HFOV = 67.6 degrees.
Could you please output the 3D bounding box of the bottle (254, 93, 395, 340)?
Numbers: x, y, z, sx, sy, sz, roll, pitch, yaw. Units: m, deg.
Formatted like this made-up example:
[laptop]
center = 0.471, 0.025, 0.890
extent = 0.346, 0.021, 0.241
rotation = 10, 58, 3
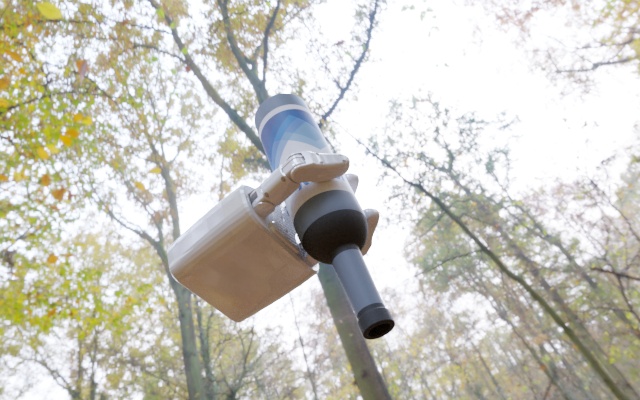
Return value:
[bottle]
center = 0.000, 0.001, 0.472
extent = 0.069, 0.069, 0.295
rotation = 0, 43, -26
